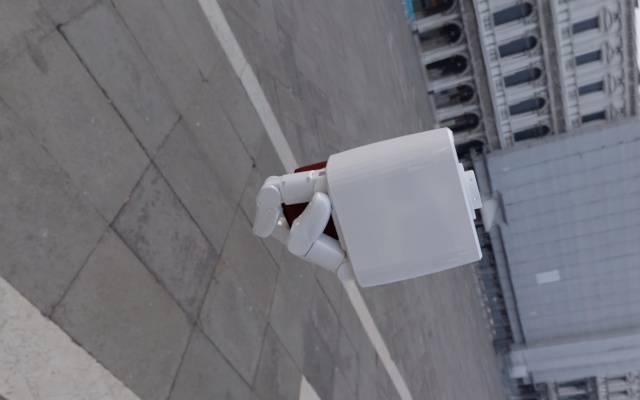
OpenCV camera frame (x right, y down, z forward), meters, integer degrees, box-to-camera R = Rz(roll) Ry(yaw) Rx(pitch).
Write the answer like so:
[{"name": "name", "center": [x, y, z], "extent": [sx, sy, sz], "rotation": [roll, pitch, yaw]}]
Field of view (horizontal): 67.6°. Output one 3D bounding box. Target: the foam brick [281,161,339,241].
[{"name": "foam brick", "center": [0.000, 0.001, 0.468], "extent": [0.051, 0.053, 0.078], "rotation": [-15, 27, 16]}]
